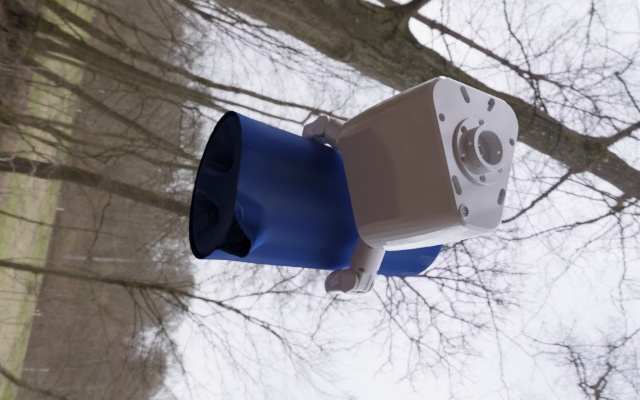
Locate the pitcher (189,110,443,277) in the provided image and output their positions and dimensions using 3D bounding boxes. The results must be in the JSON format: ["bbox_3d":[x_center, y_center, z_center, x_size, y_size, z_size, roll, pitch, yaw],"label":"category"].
[{"bbox_3d":[0.000,0.002,0.480,0.243,0.149,0.145,13,-16,-29],"label":"pitcher"}]
